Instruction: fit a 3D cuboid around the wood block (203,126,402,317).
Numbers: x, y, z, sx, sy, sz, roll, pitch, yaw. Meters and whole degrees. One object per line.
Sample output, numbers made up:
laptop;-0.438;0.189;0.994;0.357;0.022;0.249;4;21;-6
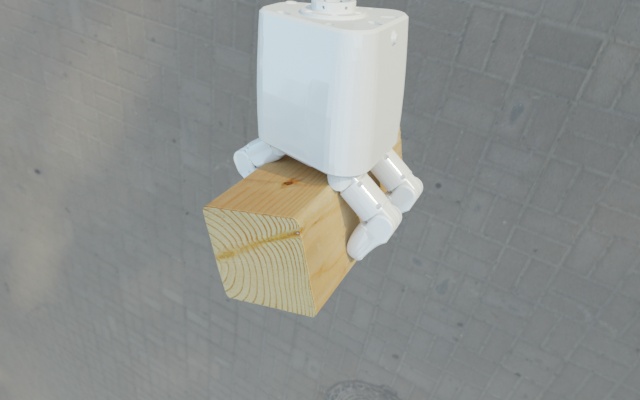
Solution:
wood block;0.000;0.001;0.445;0.091;0.090;0.206;6;30;29
